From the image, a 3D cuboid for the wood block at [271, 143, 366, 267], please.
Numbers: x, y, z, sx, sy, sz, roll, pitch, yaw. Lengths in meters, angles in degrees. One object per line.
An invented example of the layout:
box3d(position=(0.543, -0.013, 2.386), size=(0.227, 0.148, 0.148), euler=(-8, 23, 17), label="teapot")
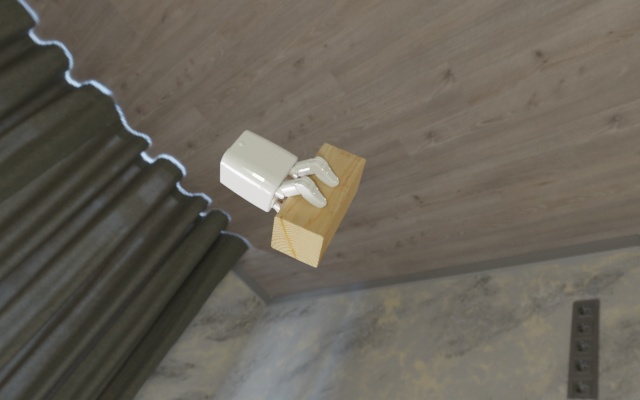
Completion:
box3d(position=(0.000, 0.003, 0.857), size=(0.090, 0.206, 0.091), euler=(23, -41, 9), label="wood block")
